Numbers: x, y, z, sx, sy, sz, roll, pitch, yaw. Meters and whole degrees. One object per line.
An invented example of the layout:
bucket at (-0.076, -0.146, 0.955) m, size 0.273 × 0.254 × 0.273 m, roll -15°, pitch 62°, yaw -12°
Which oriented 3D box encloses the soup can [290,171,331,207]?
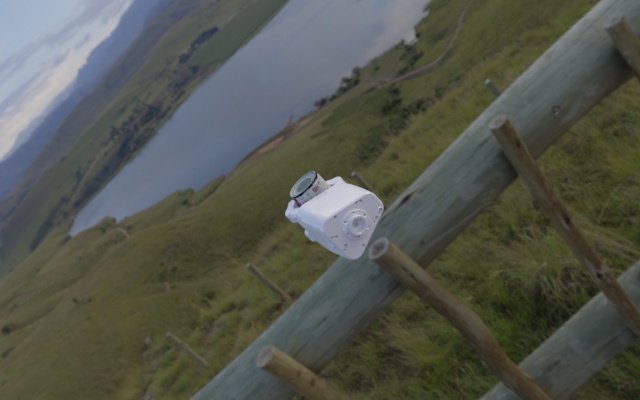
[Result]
soup can at (0.000, 0.003, 0.894) m, size 0.102 × 0.068 × 0.068 m, roll 45°, pitch -21°, yaw -23°
